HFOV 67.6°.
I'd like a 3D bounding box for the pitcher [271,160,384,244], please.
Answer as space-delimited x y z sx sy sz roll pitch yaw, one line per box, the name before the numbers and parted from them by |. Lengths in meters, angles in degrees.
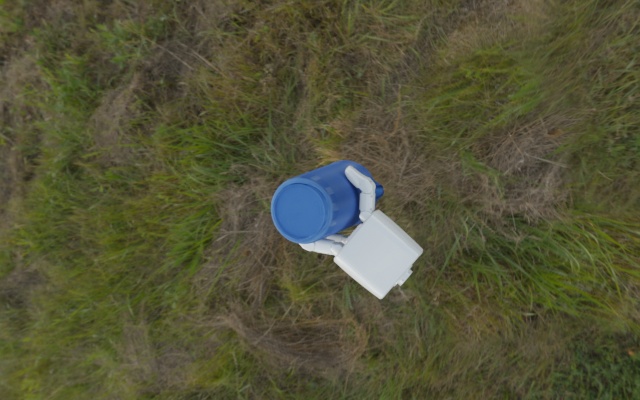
pitcher | 0.000 0.003 0.859 0.145 0.149 0.243 42 20 11
